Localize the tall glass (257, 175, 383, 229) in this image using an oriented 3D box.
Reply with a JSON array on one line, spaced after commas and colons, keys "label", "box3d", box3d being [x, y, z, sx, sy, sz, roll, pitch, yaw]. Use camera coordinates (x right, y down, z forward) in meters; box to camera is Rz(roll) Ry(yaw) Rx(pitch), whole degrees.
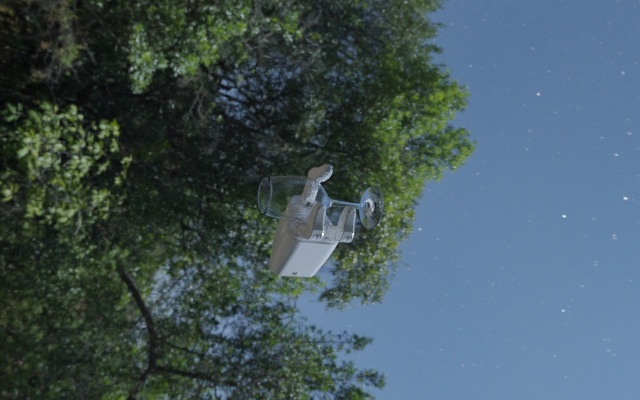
[{"label": "tall glass", "box3d": [0.001, 0.003, 0.789, 0.201, 0.079, 0.079, 7, -3, -26]}]
